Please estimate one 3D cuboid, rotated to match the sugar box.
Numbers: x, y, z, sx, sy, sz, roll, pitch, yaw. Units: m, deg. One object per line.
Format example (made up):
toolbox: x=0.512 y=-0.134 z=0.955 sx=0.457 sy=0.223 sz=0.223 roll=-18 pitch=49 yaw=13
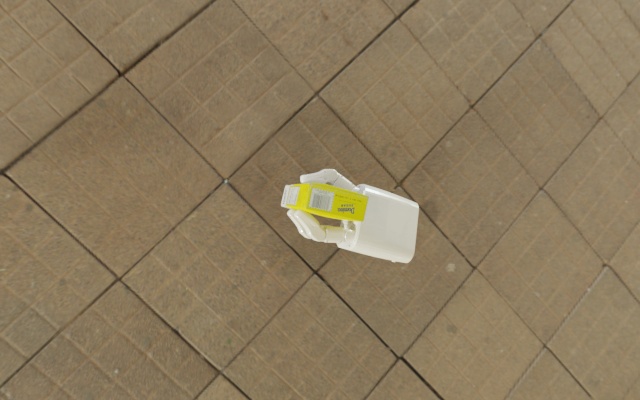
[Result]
sugar box: x=0.000 y=0.003 z=0.767 sx=0.093 sy=0.048 sz=0.176 roll=14 pitch=-6 yaw=-15
